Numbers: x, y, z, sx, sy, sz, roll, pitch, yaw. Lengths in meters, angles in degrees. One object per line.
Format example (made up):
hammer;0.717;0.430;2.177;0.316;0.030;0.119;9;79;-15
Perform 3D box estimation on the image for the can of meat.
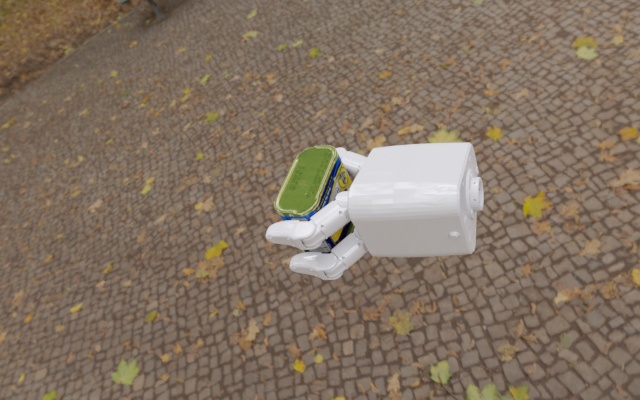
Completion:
can of meat;0.000;0.001;0.530;0.057;0.102;0.084;0;-39;29
